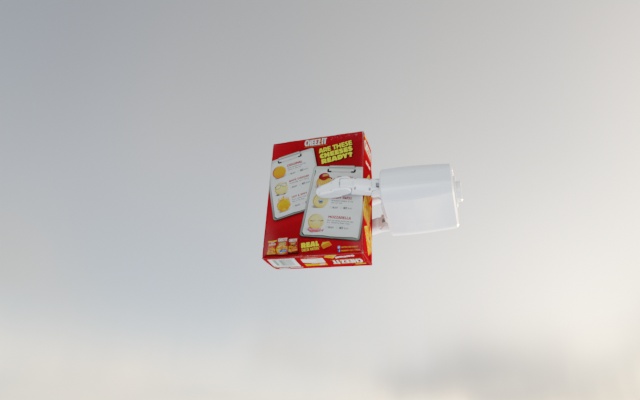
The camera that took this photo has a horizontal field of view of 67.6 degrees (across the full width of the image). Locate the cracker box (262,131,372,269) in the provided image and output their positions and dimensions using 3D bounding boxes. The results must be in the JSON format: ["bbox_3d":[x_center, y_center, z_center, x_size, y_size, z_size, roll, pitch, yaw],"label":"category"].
[{"bbox_3d":[0.000,0.003,0.785,0.164,0.213,0.072,-6,-28,17],"label":"cracker box"}]
